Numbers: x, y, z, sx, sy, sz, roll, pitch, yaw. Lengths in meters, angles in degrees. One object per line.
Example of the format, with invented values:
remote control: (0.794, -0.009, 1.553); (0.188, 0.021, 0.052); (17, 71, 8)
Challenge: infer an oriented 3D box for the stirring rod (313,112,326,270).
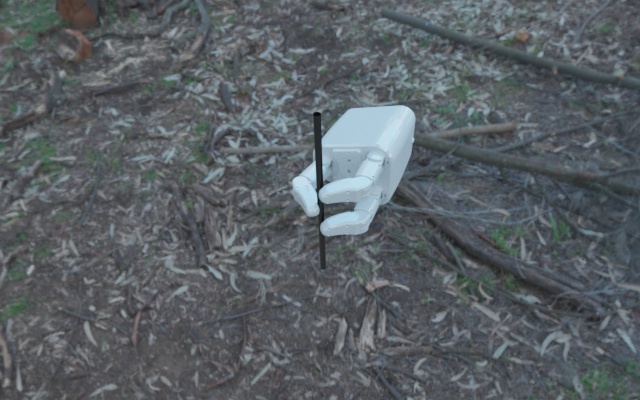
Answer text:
stirring rod: (0.000, 0.002, 0.557); (0.011, 0.240, 0.011); (-1, 43, 1)
